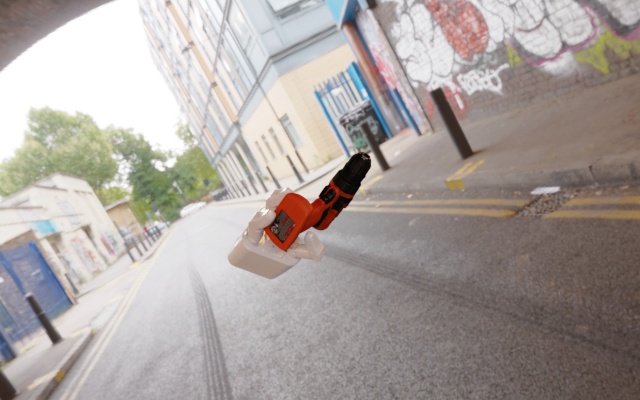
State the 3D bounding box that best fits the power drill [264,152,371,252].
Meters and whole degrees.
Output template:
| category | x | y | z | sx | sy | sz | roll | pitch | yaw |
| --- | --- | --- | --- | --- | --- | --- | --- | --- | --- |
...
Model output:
| category | x | y | z | sx | sy | sz | roll | pitch | yaw |
| --- | --- | --- | --- | --- | --- | --- | --- | --- | --- |
| power drill | 0.000 | 0.003 | 0.823 | 0.057 | 0.184 | 0.187 | 44 | 34 | 16 |
